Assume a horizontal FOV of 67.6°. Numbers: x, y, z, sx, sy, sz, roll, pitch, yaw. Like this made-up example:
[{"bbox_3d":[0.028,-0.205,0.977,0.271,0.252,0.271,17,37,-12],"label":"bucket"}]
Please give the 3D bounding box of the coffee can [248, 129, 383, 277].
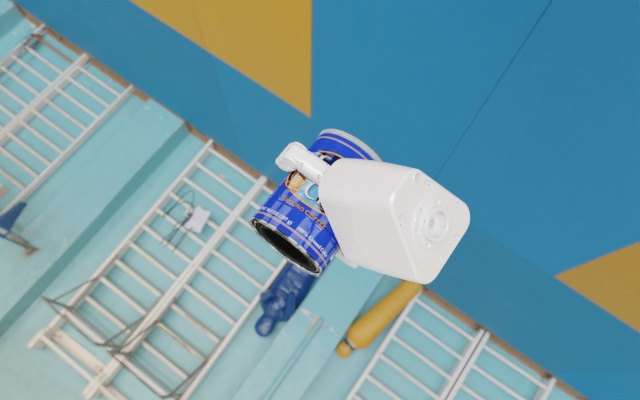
[{"bbox_3d":[0.000,0.002,0.557,0.103,0.140,0.103,34,-18,13],"label":"coffee can"}]
